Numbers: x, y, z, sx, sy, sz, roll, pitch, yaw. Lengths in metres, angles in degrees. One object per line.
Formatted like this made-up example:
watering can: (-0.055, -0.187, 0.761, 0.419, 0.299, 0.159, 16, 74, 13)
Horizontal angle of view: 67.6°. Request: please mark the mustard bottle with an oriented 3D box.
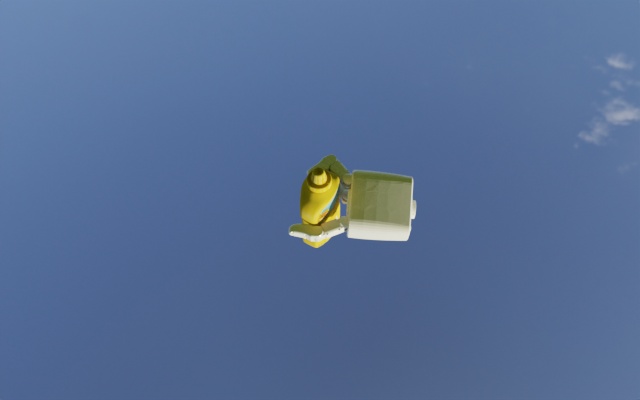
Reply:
mustard bottle: (0.000, 0.003, 0.834, 0.058, 0.096, 0.192, 27, -26, 15)
